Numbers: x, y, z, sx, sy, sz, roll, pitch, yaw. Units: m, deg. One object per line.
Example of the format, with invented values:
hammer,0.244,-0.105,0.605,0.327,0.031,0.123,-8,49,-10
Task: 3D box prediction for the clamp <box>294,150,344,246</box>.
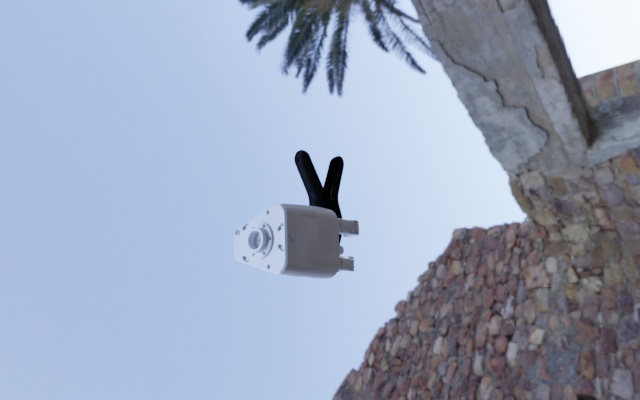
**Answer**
clamp,0.000,0.003,0.739,0.039,0.171,0.120,-11,-15,38
